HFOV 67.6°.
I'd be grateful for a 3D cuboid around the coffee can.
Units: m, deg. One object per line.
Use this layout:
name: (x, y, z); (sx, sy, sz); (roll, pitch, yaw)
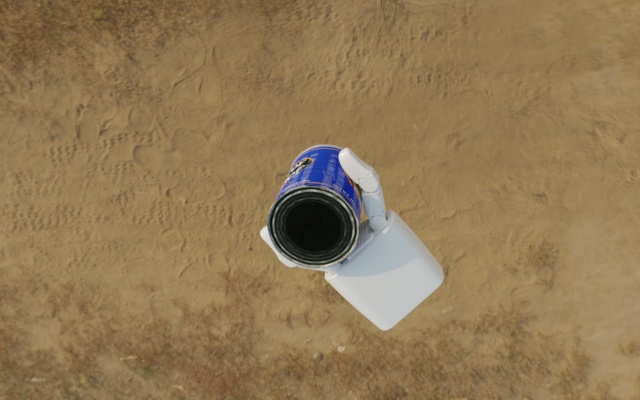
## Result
coffee can: (0.000, 0.002, 0.581); (0.103, 0.103, 0.140); (0, 25, 8)
